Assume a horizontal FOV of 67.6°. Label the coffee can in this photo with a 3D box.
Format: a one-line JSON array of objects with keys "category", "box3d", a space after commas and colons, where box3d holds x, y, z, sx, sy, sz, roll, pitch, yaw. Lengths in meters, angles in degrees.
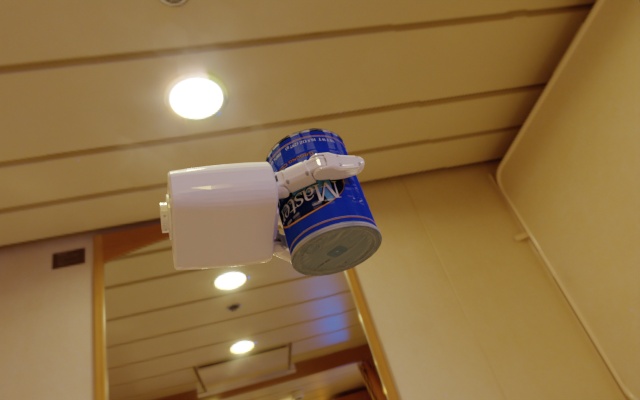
[{"category": "coffee can", "box3d": [0.000, 0.002, 0.557, 0.103, 0.140, 0.103, -13, -33, -9]}]
